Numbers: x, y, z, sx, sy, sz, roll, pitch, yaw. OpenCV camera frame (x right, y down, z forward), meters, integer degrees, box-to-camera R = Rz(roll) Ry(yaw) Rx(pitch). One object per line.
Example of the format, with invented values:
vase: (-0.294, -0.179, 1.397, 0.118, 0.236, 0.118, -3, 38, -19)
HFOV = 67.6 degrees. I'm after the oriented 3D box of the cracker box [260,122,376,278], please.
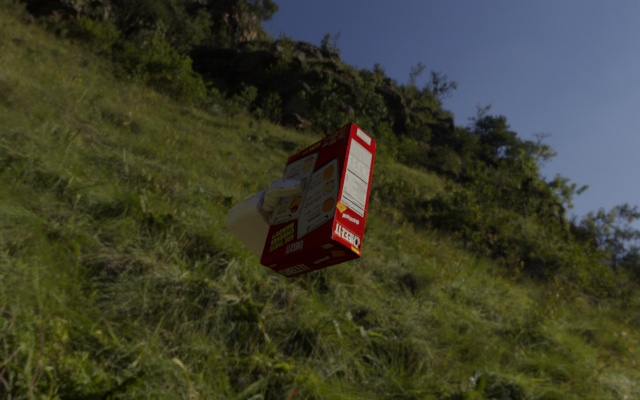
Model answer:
cracker box: (0.000, 0.002, 0.760, 0.072, 0.213, 0.164, 33, -37, -31)
